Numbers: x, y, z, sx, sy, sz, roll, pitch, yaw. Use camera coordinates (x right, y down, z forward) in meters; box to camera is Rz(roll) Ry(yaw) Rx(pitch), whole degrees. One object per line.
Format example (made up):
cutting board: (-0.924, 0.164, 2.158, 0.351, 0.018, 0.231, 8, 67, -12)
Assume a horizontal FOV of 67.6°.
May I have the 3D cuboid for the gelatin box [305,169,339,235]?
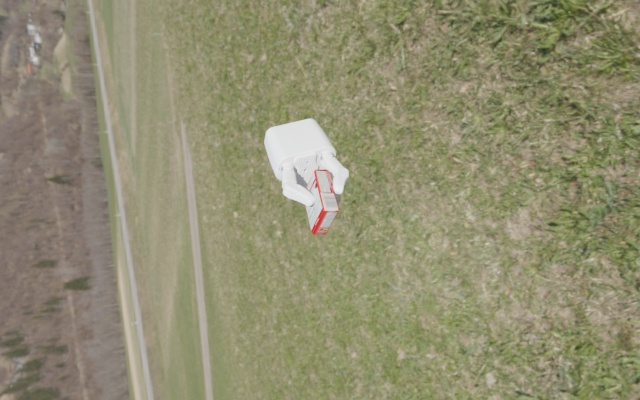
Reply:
gelatin box: (0.000, 0.003, 0.817, 0.030, 0.089, 0.073, 1, -36, -20)
